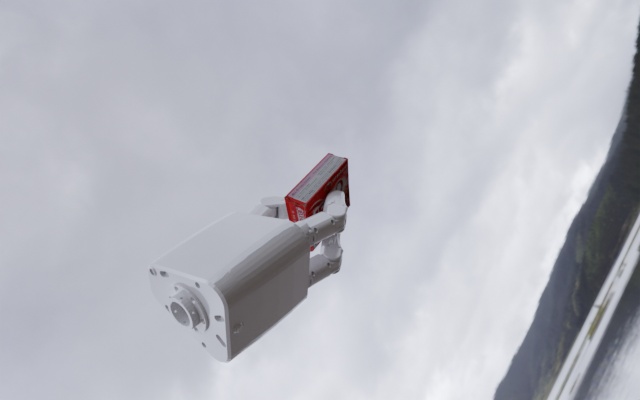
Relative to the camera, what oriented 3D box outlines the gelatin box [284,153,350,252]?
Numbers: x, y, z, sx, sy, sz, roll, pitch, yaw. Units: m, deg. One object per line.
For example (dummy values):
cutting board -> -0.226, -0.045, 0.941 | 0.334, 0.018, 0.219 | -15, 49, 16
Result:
gelatin box -> 0.000, 0.001, 0.537 | 0.030, 0.073, 0.089 | 21, 49, 26
